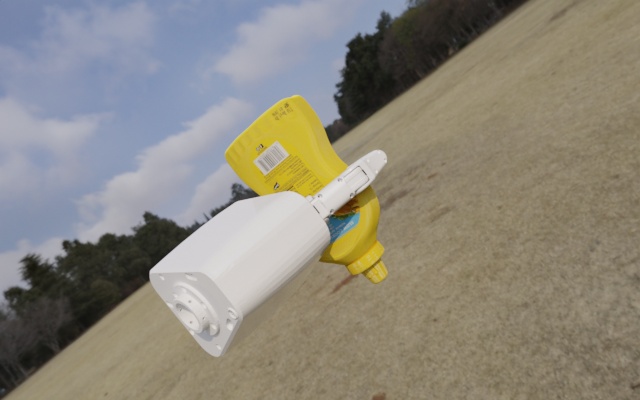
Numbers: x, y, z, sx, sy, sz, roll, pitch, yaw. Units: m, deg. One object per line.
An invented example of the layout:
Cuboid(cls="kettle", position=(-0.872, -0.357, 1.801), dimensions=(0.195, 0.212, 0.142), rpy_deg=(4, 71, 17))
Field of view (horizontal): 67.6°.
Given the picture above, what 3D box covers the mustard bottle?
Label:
Cuboid(cls="mustard bottle", position=(0.000, 0.001, 0.459), dimensions=(0.096, 0.191, 0.058), rpy_deg=(-37, 3, 25))
